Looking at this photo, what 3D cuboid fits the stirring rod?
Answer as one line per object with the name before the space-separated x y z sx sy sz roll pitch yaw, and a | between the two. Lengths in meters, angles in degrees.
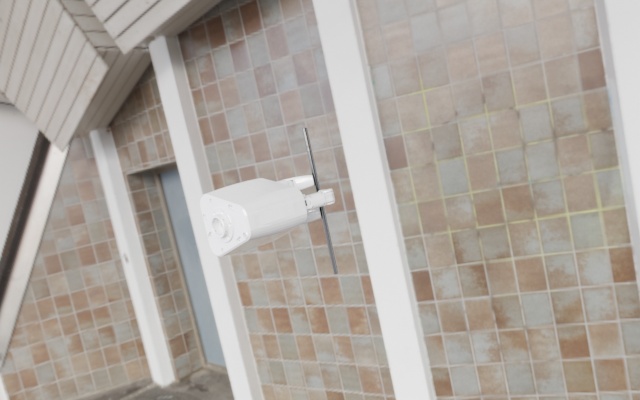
stirring rod | 0.000 0.003 0.767 0.011 0.239 0.011 -12 5 1
